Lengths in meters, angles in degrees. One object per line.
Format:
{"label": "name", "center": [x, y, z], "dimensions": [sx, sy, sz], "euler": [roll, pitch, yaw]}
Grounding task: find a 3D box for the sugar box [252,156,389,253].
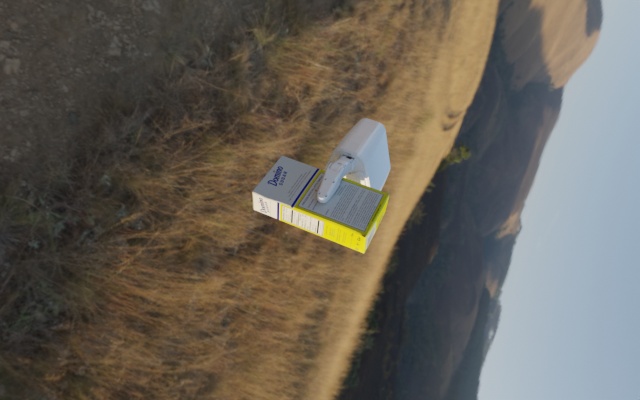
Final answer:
{"label": "sugar box", "center": [0.000, 0.003, 0.692], "dimensions": [0.176, 0.048, 0.093], "euler": [20, 47, 16]}
